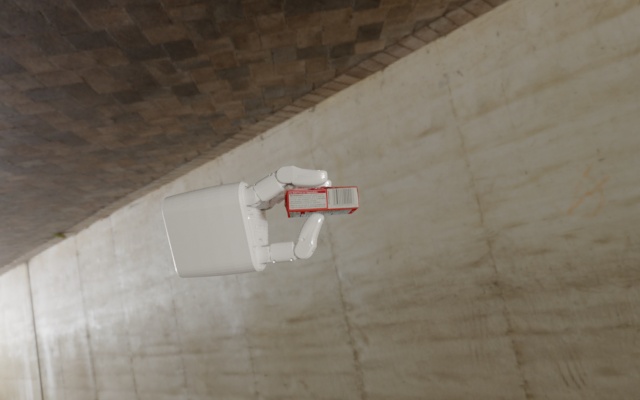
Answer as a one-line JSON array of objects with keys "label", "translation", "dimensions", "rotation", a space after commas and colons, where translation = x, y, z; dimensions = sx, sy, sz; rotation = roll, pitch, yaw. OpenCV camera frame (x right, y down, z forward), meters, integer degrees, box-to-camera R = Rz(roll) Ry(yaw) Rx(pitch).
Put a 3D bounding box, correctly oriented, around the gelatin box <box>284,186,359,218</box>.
[{"label": "gelatin box", "translation": [0.000, 0.002, 0.601], "dimensions": [0.089, 0.030, 0.073], "rotation": [-3, -7, -3]}]
